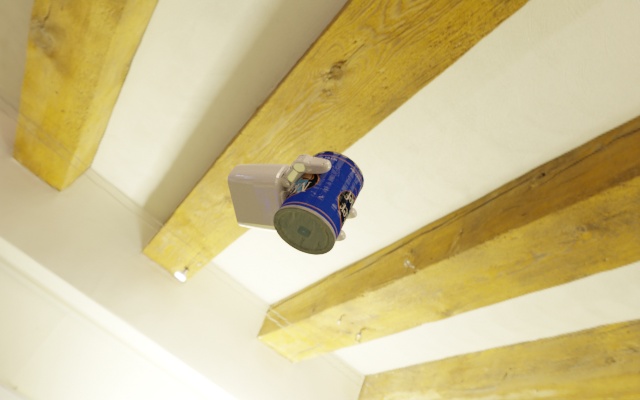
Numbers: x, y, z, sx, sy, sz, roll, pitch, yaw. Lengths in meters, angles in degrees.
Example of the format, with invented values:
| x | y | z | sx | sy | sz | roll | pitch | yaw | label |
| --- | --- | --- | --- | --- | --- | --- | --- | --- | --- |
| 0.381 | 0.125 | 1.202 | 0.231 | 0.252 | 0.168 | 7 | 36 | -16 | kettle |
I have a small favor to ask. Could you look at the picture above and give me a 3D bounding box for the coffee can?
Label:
| x | y | z | sx | sy | sz | roll | pitch | yaw | label |
| --- | --- | --- | --- | --- | --- | --- | --- | --- | --- |
| 0.000 | 0.003 | 0.770 | 0.103 | 0.103 | 0.140 | 0 | 42 | 31 | coffee can |
